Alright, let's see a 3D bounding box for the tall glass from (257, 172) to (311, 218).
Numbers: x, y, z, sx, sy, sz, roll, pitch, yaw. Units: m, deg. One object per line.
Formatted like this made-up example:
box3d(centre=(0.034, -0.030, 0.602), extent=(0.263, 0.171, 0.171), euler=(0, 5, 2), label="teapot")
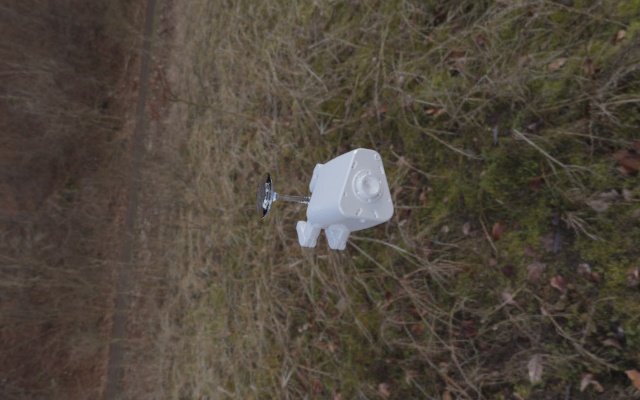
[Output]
box3d(centre=(-0.001, 0.003, 0.806), extent=(0.201, 0.079, 0.079), euler=(7, -3, -24), label="tall glass")
